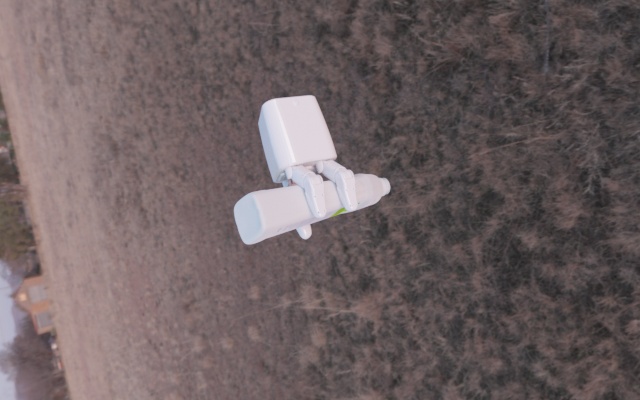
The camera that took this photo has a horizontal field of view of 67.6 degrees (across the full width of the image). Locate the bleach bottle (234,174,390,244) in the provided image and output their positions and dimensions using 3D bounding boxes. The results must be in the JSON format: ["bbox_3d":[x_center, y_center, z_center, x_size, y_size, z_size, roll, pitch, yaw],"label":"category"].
[{"bbox_3d":[0.000,0.002,0.746,0.251,0.068,0.102,-13,-9,-32],"label":"bleach bottle"}]
